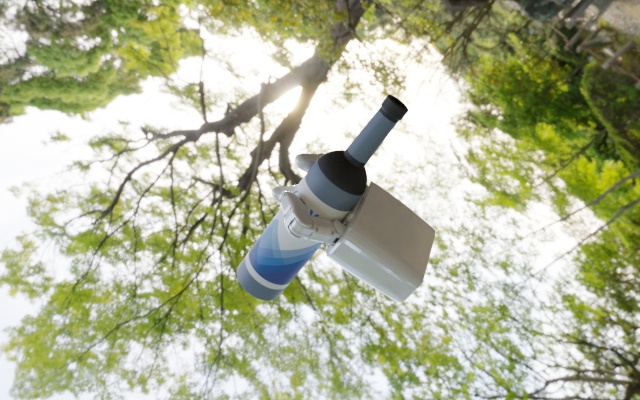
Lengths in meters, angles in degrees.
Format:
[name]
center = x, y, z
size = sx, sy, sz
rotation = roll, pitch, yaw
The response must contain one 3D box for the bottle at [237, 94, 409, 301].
[bottle]
center = 0.000, 0.002, 0.560
size = 0.069, 0.296, 0.069
rotation = 29, 29, -17
